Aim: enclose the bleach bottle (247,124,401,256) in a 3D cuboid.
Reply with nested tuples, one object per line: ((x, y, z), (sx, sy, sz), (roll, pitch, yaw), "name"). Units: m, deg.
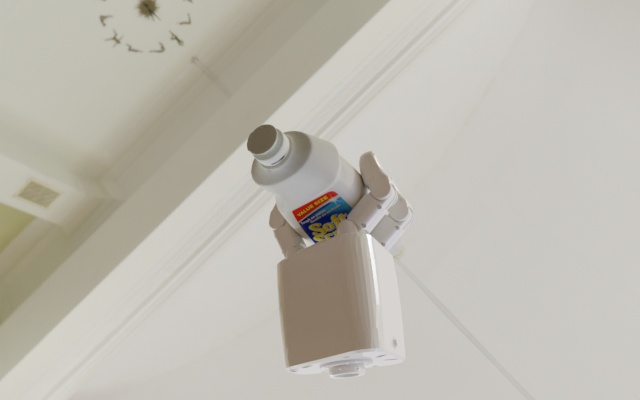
((0.000, 0.002, 0.487), (0.102, 0.068, 0.251), (-17, -30, 21), "bleach bottle")
